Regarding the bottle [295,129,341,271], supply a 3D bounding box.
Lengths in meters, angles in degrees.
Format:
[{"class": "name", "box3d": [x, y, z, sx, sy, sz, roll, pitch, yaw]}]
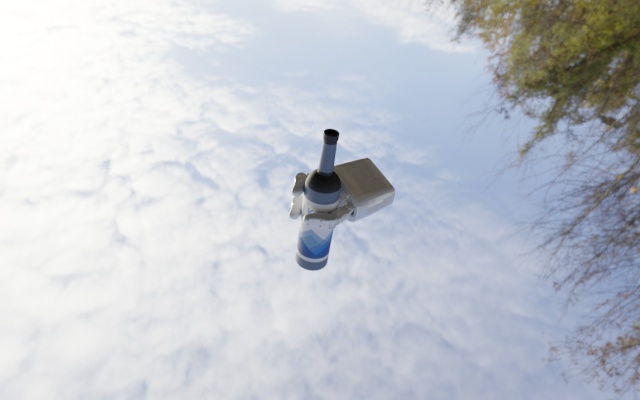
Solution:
[{"class": "bottle", "box3d": [0.000, 0.003, 0.888, 0.069, 0.296, 0.069, 6, 36, -4]}]
